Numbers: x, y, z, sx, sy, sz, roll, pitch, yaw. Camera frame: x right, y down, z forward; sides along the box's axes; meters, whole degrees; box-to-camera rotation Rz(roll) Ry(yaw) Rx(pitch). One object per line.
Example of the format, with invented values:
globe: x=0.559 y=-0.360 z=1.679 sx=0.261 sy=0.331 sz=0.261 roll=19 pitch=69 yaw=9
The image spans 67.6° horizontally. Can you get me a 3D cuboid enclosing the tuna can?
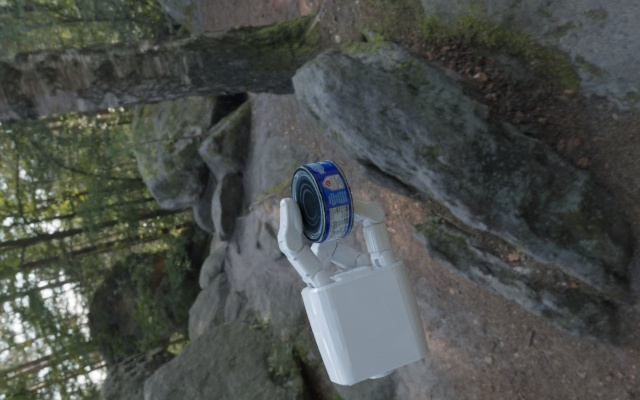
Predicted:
tuna can: x=0.000 y=0.002 z=0.507 sx=0.034 sy=0.086 sz=0.086 roll=-12 pitch=5 yaw=-24
